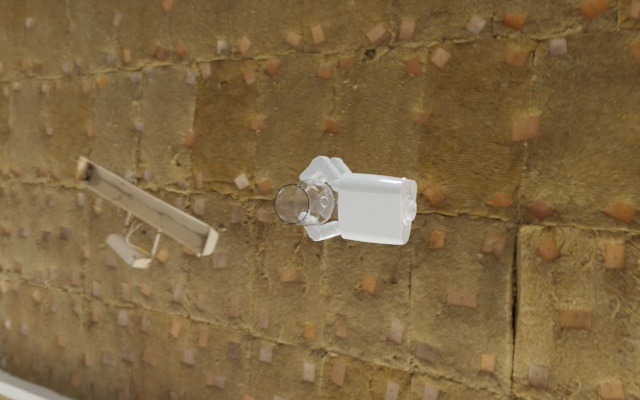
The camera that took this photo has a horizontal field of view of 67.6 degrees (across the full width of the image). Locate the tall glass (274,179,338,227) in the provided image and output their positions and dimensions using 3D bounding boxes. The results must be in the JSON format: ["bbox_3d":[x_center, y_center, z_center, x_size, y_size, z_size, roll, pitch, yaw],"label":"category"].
[{"bbox_3d":[0.000,0.003,0.812,0.079,0.079,0.201,0,2,27],"label":"tall glass"}]
